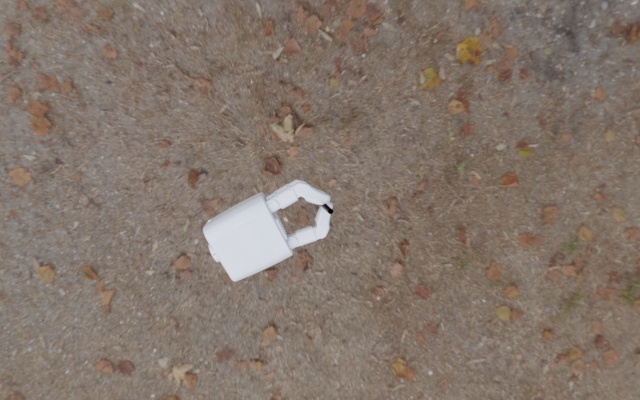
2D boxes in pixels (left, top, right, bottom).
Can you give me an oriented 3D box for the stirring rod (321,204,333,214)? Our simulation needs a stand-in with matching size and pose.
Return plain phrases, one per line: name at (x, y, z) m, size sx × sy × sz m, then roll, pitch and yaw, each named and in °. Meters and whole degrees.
stirring rod at (0.000, 0.003, 0.797) m, size 0.011 × 0.011 × 0.239 m, roll 0°, pitch 6°, yaw -7°
